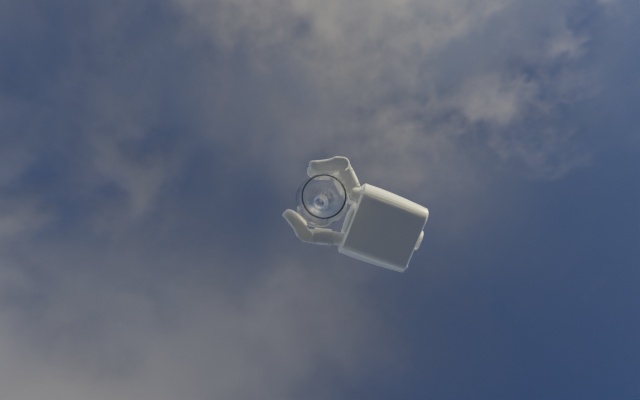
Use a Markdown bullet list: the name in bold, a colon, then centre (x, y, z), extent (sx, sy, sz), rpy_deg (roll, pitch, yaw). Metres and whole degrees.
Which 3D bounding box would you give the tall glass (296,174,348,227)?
- **tall glass**: centre (0.000, 0.003, 0.751), extent (0.079, 0.079, 0.201), rpy_deg (0, -5, -3)
